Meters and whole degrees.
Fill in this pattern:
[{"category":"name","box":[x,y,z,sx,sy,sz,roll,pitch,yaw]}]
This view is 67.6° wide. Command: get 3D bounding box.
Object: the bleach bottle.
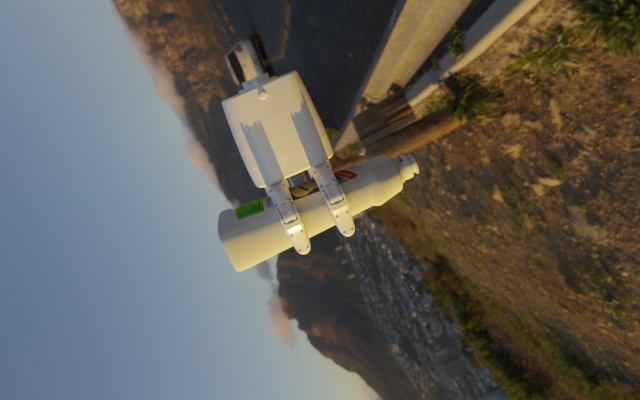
[{"category":"bleach bottle","box":[0.000,0.002,0.596,0.251,0.068,0.102,-24,16,-3]}]
